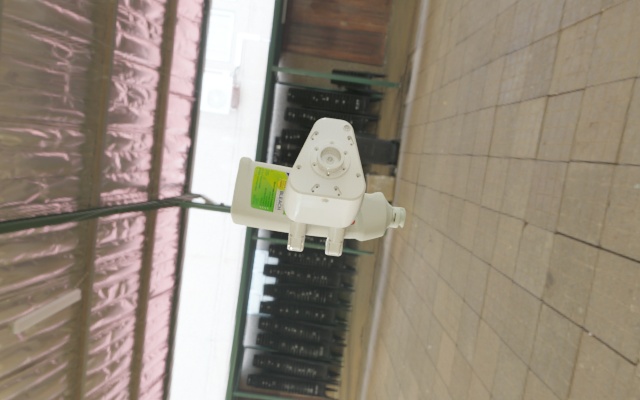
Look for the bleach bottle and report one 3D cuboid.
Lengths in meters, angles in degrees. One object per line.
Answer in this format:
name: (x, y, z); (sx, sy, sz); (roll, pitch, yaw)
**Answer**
bleach bottle: (0.000, 0.002, 0.709); (0.251, 0.102, 0.068); (7, -20, -2)
